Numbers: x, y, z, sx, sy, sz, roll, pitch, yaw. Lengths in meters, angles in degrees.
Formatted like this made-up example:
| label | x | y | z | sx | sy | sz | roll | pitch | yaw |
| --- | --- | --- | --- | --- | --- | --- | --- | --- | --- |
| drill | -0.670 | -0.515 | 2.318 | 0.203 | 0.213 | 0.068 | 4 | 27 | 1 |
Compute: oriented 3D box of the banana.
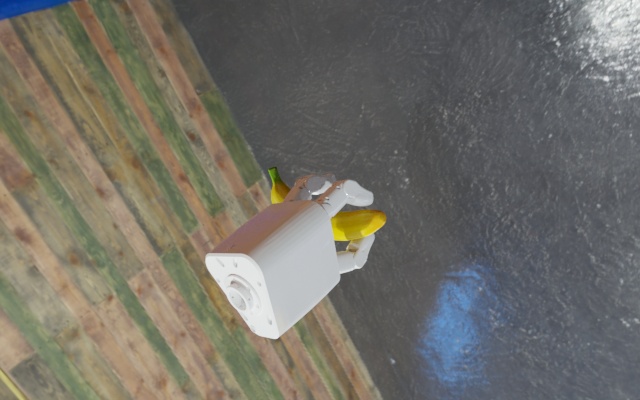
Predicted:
| label | x | y | z | sx | sy | sz | roll | pitch | yaw |
| --- | --- | --- | --- | --- | --- | --- | --- | --- | --- |
| banana | -0.002 | 0.017 | 0.627 | 0.197 | 0.070 | 0.037 | 22 | 40 | 34 |
